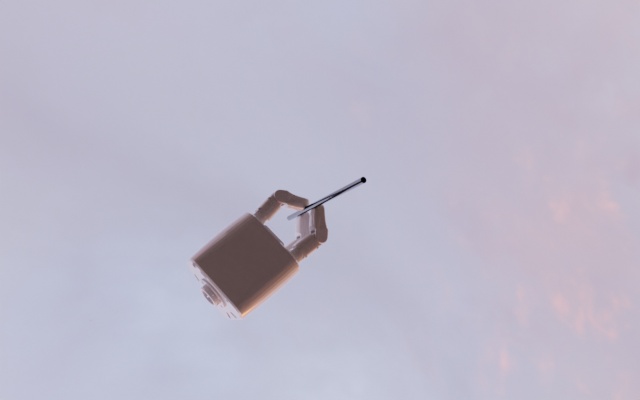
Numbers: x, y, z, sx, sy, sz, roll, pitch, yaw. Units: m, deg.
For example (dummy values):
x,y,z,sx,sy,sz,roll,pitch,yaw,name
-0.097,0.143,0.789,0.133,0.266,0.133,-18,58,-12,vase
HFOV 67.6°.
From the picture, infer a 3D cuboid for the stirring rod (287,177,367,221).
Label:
x,y,z,sx,sy,sz,roll,pitch,yaw,name
0.000,0.002,0.670,0.011,0.011,0.239,0,-13,-26,stirring rod
